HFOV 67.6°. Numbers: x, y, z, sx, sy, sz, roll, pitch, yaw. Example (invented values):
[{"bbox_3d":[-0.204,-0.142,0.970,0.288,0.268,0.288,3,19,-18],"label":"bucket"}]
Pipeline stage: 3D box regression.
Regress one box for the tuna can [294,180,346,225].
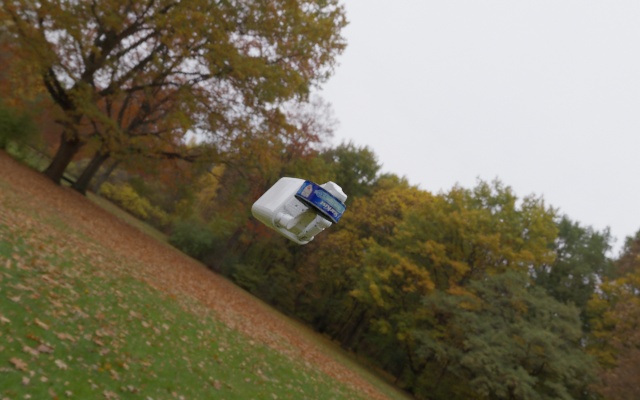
[{"bbox_3d":[0.000,0.002,0.798,0.086,0.033,0.086,34,-7,5],"label":"tuna can"}]
